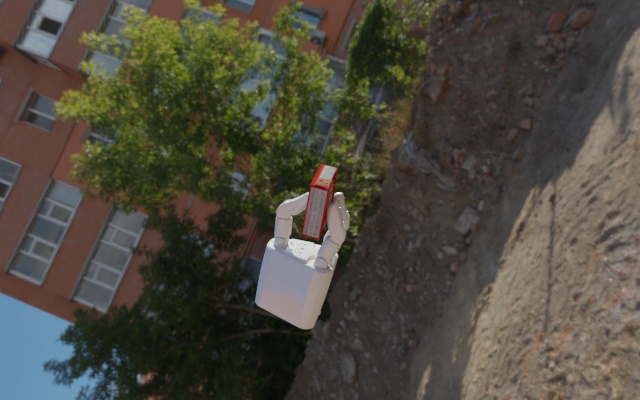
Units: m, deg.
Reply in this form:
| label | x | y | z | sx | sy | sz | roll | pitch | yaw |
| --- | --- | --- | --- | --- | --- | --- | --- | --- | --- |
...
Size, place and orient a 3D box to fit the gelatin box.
| label | x | y | z | sx | sy | sz | roll | pitch | yaw |
| --- | --- | --- | --- | --- | --- | --- | --- | --- | --- |
| gelatin box | 0.000 | 0.002 | 0.702 | 0.030 | 0.089 | 0.073 | 14 | 30 | 7 |
